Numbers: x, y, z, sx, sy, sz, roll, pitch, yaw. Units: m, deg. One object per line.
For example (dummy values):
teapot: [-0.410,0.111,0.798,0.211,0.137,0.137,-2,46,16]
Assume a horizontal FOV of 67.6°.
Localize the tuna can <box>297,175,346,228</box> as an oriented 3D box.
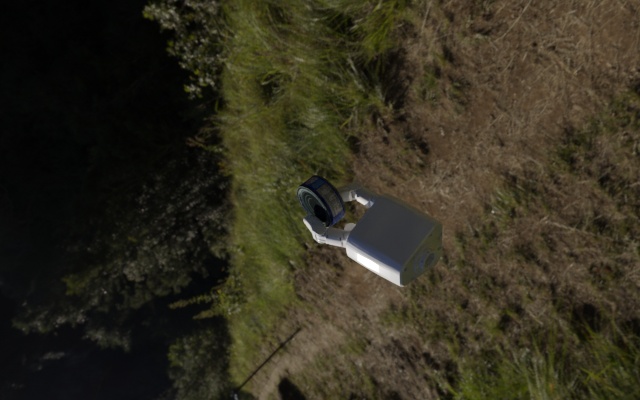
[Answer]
tuna can: [0.000,0.003,0.786,0.033,0.086,0.086,-37,17,-24]
